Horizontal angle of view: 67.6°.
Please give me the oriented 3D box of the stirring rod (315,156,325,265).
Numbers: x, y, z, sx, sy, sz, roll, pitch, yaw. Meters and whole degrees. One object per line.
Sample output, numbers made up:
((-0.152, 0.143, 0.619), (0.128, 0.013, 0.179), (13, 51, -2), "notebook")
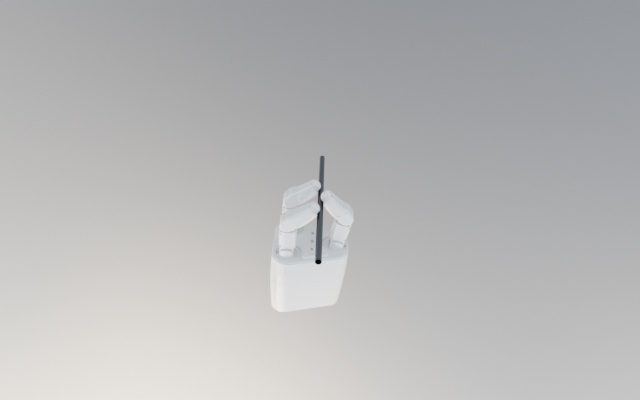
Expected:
((0.000, 0.002, 0.649), (0.011, 0.011, 0.239), (0, 35, 2), "stirring rod")
